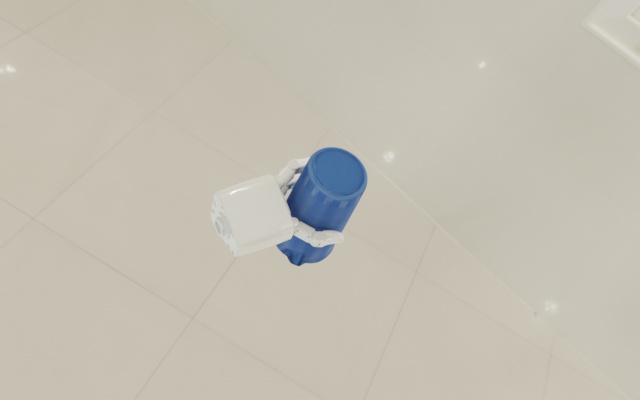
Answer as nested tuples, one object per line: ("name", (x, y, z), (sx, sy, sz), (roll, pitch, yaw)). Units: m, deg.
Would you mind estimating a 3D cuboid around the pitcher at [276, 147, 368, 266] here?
("pitcher", (0.000, 0.003, 0.896), (0.145, 0.149, 0.243), (-17, -24, -27))
